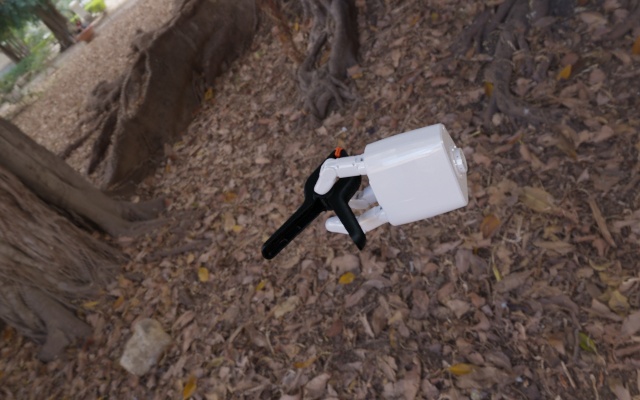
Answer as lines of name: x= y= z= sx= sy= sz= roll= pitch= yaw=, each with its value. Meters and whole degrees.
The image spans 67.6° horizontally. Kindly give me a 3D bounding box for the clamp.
clamp: x=0.000 y=0.001 z=0.709 sx=0.164 sy=0.209 sz=0.036 roll=-14 pitch=-49 yaw=25
